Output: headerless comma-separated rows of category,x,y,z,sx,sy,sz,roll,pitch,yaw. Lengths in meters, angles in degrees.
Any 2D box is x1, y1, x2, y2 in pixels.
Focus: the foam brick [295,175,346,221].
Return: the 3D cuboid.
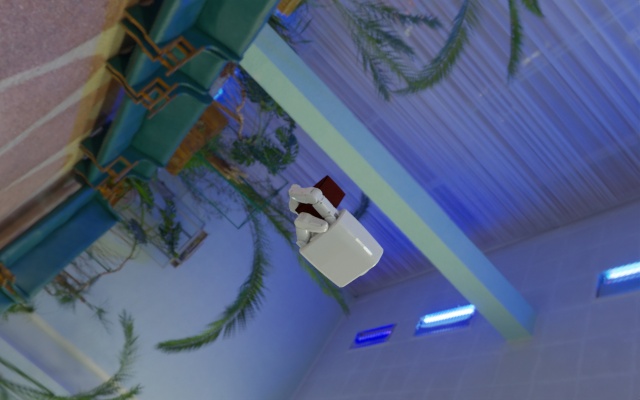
foam brick,0.000,0.003,0.881,0.053,0.051,0.078,-36,14,47
